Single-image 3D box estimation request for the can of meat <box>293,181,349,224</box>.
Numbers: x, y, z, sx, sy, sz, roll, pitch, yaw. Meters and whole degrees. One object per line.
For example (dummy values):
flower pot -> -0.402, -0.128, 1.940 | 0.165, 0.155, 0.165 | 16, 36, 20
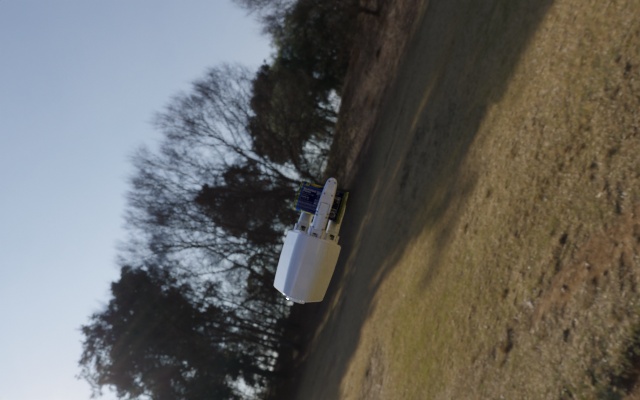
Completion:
can of meat -> 0.000, 0.003, 0.843 | 0.084, 0.057, 0.102 | 17, -2, 1
